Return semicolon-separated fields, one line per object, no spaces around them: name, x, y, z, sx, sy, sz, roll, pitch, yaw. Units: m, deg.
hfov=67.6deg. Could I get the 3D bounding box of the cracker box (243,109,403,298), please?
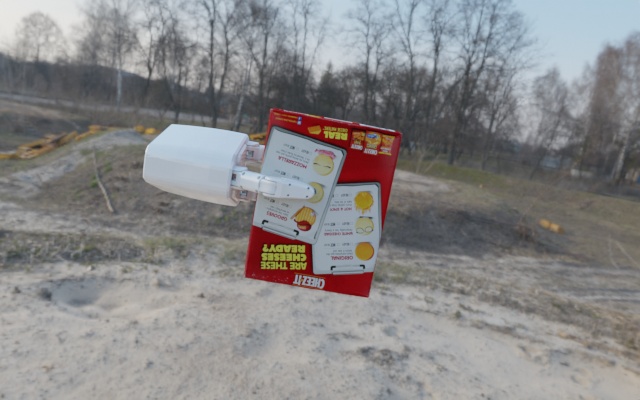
cracker box;0.000;0.002;0.615;0.164;0.214;0.072;10;10;-2
